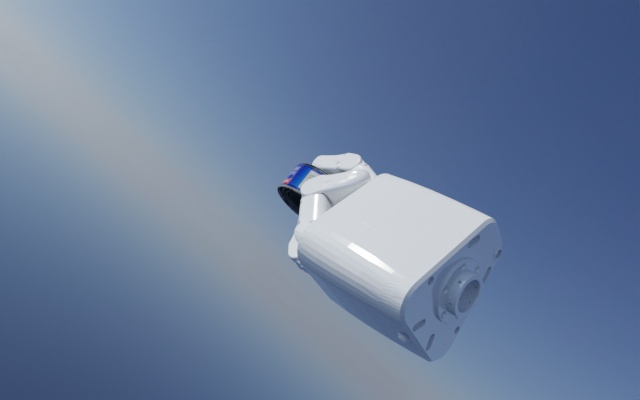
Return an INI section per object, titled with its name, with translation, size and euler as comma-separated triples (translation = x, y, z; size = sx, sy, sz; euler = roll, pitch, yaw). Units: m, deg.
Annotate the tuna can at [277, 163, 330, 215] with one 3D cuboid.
[tuna can]
translation = 0.000, 0.001, 0.485
size = 0.086, 0.033, 0.086
euler = 35, -15, 11
